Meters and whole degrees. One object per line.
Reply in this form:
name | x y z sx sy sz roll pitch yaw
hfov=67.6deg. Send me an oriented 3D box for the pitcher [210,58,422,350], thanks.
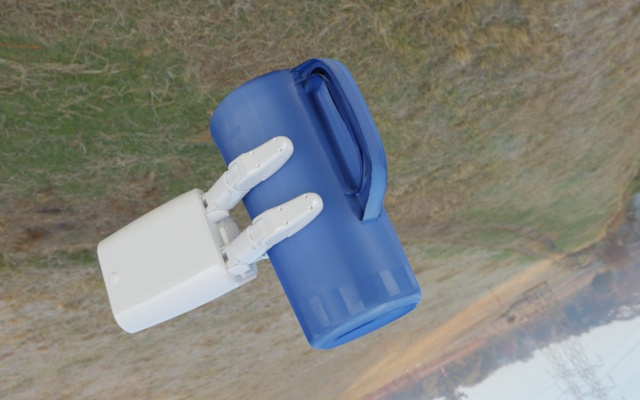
pitcher | 0.000 0.002 0.445 0.145 0.242 0.149 -26 -20 2
